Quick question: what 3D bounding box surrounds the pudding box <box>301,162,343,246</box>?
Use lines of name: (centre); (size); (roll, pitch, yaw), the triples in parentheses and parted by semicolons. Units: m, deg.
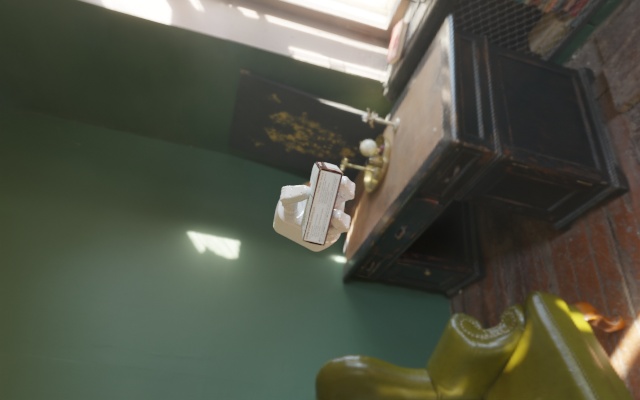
pudding box: (0.000, 0.002, 0.721); (0.039, 0.113, 0.090); (11, 10, -7)
